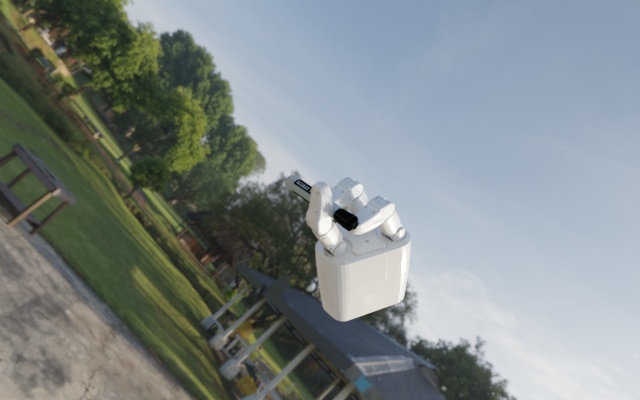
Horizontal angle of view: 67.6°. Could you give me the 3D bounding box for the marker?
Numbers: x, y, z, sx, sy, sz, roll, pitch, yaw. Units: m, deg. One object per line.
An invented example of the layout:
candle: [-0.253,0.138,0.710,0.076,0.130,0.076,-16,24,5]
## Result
marker: [0.000,0.002,0.548,0.020,0.020,0.121,0,25,-42]
